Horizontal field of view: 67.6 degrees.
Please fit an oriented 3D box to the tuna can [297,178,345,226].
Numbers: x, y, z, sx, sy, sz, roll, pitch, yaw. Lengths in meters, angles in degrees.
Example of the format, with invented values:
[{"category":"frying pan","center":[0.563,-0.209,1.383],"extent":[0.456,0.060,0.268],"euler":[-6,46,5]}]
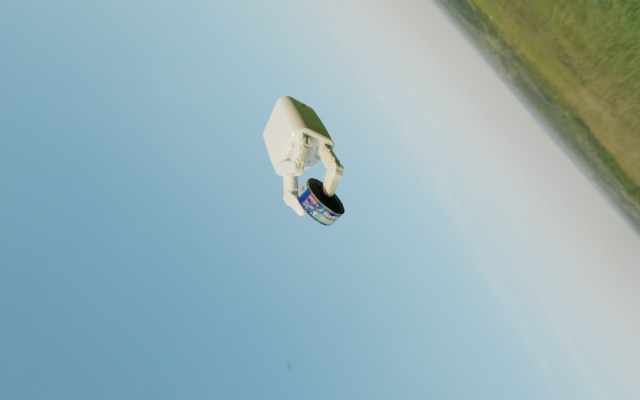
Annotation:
[{"category":"tuna can","center":[0.000,0.003,0.834],"extent":[0.034,0.086,0.086],"euler":[-45,-20,21]}]
